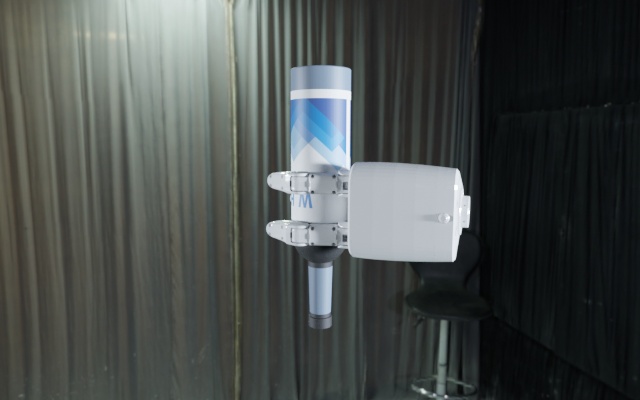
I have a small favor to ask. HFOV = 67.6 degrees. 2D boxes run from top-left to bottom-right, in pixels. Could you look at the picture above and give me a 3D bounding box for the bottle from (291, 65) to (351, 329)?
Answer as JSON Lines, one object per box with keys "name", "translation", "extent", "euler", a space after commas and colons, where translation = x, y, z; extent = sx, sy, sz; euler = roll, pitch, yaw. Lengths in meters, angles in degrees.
{"name": "bottle", "translation": [0.000, 0.002, 0.545], "extent": [0.069, 0.296, 0.069], "euler": [0, 8, 0]}
